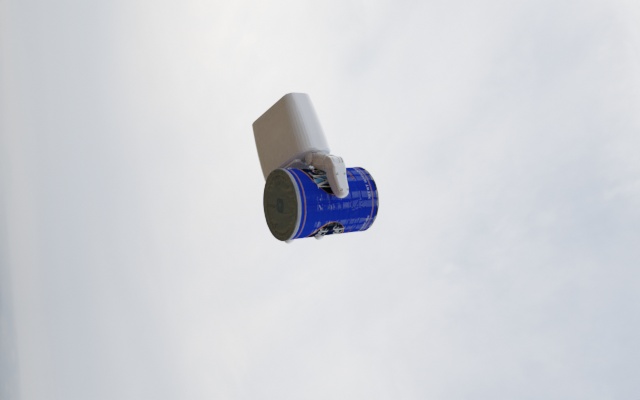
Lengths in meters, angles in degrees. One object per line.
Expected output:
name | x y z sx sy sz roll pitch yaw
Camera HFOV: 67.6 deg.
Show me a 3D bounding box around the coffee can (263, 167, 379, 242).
coffee can | 0.000 0.002 0.705 0.140 0.103 0.103 -4 2 -33
